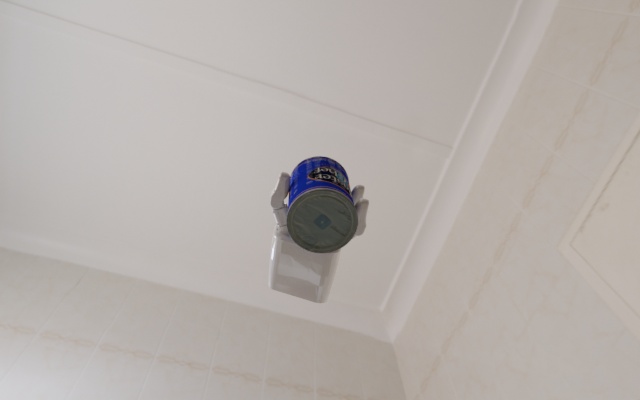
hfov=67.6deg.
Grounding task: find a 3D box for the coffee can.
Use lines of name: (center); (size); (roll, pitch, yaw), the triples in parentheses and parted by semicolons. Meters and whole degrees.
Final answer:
coffee can: (0.000, 0.002, 0.740); (0.103, 0.103, 0.140); (0, 25, -2)
